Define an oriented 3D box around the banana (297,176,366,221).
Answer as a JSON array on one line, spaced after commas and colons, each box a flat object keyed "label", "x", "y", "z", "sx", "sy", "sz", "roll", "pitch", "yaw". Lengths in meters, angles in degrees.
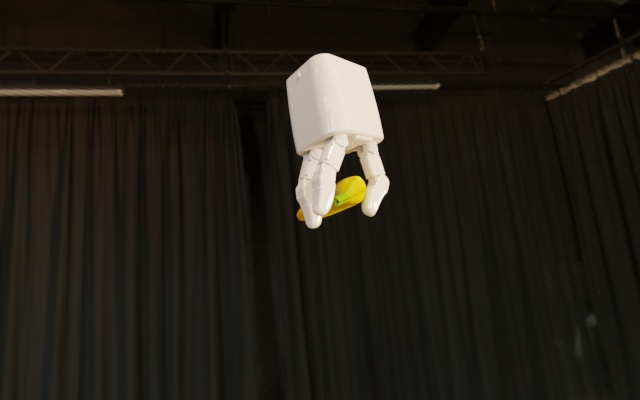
[{"label": "banana", "x": 0.018, "y": -0.003, "z": 0.661, "sx": 0.069, "sy": 0.037, "sz": 0.198, "roll": -15, "pitch": -5, "yaw": -17}]
